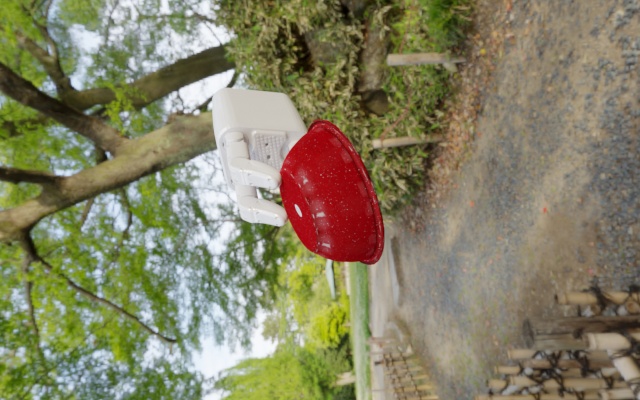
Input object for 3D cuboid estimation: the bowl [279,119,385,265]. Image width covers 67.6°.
[{"bbox_3d":[0.000,0.002,0.492,0.055,0.162,0.162,-22,7,-19],"label":"bowl"}]
